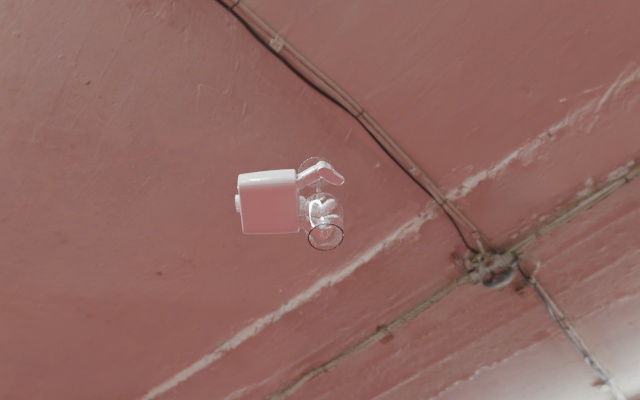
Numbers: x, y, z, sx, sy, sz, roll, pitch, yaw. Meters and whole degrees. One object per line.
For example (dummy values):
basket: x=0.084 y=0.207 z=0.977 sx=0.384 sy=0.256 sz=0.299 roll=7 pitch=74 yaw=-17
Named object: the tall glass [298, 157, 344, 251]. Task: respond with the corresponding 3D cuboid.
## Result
tall glass: x=0.000 y=0.002 z=0.887 sx=0.079 sy=0.079 sz=0.201 roll=0 pitch=37 yaw=-7
